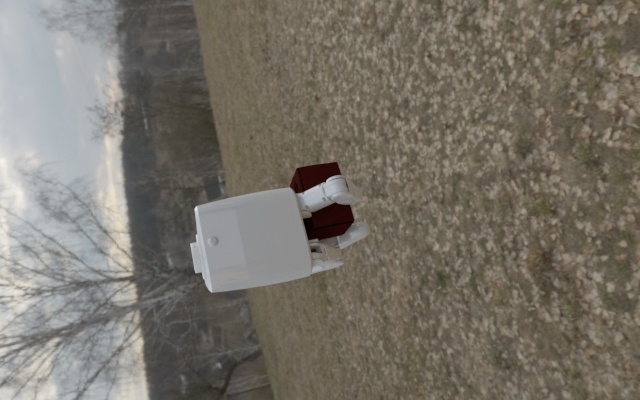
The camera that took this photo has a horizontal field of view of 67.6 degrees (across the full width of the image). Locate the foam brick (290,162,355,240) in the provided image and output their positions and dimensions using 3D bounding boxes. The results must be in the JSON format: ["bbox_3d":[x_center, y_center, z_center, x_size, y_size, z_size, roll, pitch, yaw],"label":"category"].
[{"bbox_3d":[0.000,0.002,0.559,0.051,0.078,0.053,-10,-20,-17],"label":"foam brick"}]
